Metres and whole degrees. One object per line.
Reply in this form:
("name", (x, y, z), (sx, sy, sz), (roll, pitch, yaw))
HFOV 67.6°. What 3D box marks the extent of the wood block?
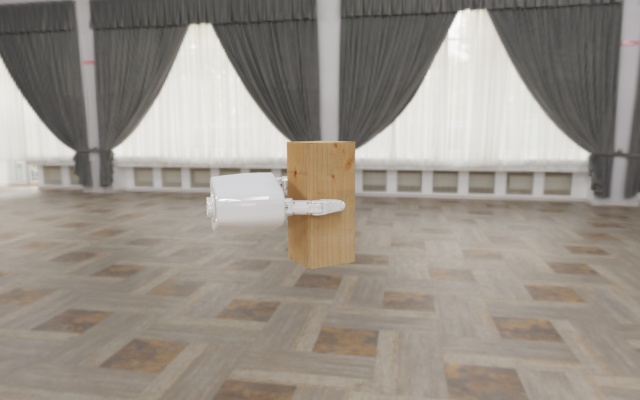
("wood block", (0.000, 0.003, 0.821), (0.090, 0.206, 0.091), (-5, 10, -28))
